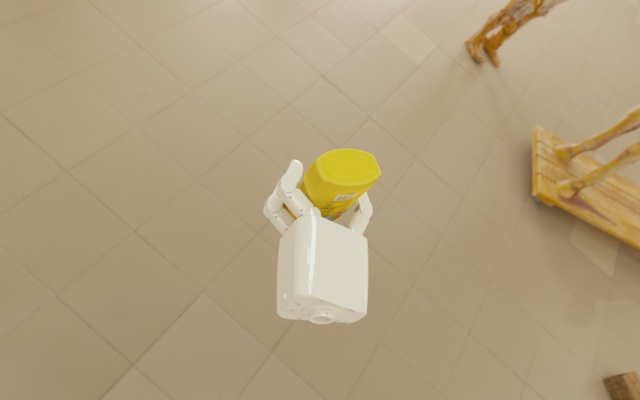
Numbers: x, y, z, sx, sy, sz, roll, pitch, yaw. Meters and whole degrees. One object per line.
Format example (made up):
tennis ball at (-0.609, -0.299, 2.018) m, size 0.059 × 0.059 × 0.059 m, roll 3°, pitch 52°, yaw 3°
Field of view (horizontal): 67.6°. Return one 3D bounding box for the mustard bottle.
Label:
mustard bottle at (0.000, 0.002, 0.675) m, size 0.096 × 0.058 × 0.192 m, roll -10°, pitch -24°, yaw -31°
